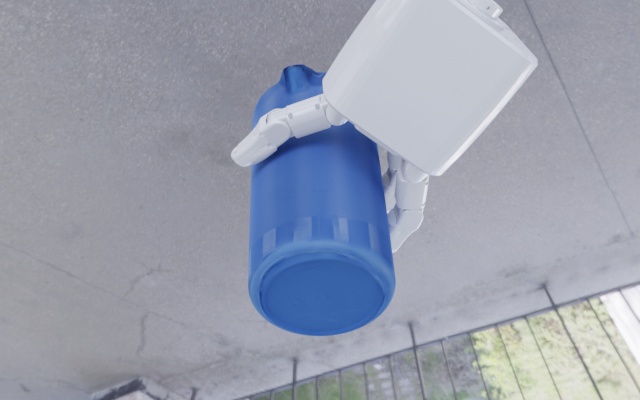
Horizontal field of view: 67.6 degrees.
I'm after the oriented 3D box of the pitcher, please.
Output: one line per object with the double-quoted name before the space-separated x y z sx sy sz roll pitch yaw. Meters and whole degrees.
"pitcher" 0.000 0.001 0.440 0.149 0.145 0.242 25 35 -22
